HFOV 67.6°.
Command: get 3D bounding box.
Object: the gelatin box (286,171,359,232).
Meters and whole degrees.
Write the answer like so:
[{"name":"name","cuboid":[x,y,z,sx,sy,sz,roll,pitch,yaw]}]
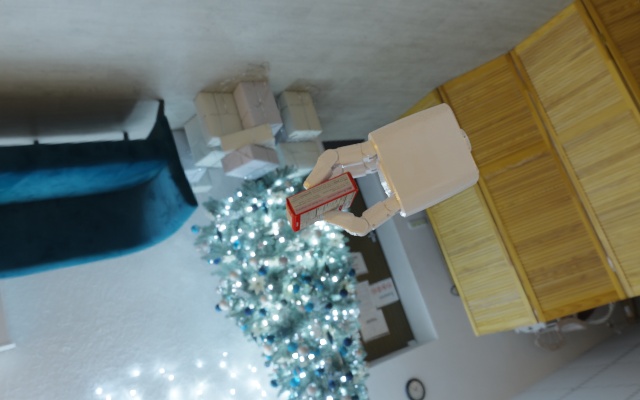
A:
[{"name":"gelatin box","cuboid":[0.000,0.003,0.615,0.089,0.030,0.073,-24,-15,-11]}]
